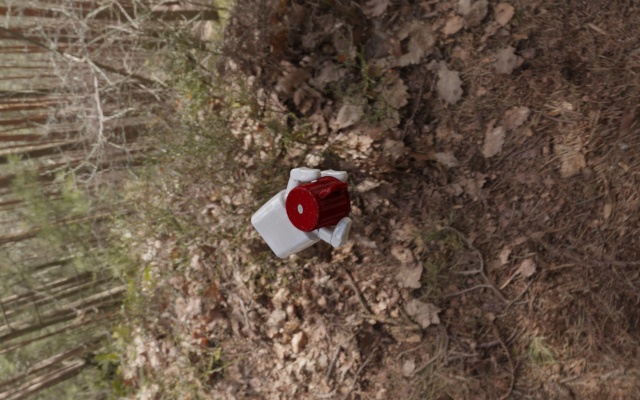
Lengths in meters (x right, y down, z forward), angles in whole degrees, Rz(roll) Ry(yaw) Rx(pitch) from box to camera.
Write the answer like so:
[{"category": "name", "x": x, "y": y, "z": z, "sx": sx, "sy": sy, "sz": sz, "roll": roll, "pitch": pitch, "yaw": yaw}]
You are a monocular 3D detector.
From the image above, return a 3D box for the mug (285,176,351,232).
[{"category": "mug", "x": 0.001, "y": 0.002, "z": 0.832, "sx": 0.081, "sy": 0.093, "sz": 0.117, "roll": -17, "pitch": -14, "yaw": -48}]
